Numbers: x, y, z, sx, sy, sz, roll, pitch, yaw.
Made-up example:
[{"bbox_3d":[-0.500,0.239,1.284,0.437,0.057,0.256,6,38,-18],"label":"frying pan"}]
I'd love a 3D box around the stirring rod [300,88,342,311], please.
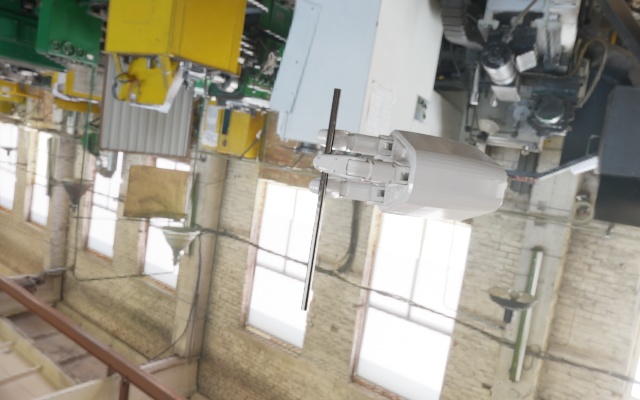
[{"bbox_3d":[0.000,0.002,0.511,0.011,0.239,0.011,9,6,-1],"label":"stirring rod"}]
